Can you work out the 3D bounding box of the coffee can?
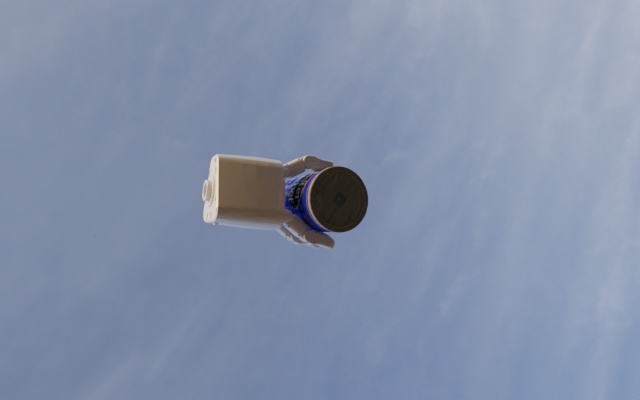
[{"bbox_3d":[0.000,0.003,0.795,0.103,0.103,0.140,0,-4,-25],"label":"coffee can"}]
